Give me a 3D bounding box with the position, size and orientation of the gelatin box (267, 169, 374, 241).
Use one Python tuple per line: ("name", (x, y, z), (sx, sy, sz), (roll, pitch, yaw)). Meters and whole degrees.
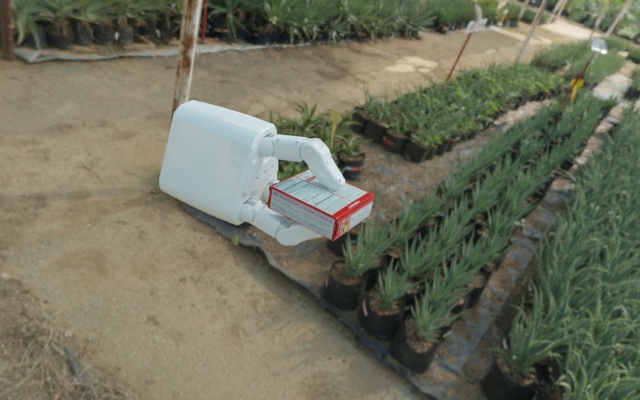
("gelatin box", (0.000, 0.001, 0.506), (0.089, 0.030, 0.073), (24, 32, 27))
